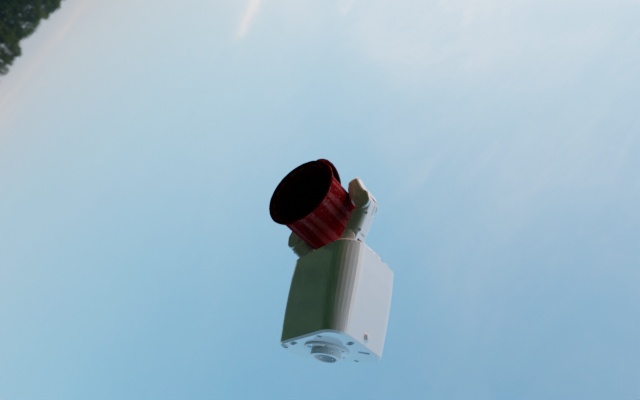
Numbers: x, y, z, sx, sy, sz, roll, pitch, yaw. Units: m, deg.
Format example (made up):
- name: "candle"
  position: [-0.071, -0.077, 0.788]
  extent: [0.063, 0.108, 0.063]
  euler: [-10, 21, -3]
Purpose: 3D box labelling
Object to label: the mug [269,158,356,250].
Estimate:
- name: "mug"
  position: [0.000, 0.001, 0.594]
  extent: [0.093, 0.117, 0.081]
  euler: [-14, -43, 34]
